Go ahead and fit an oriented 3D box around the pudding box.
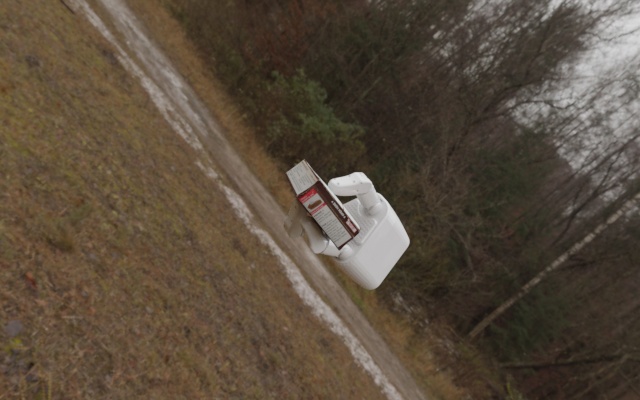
[{"bbox_3d":[0.000,0.002,0.609,0.039,0.090,0.113,-39,20,1],"label":"pudding box"}]
